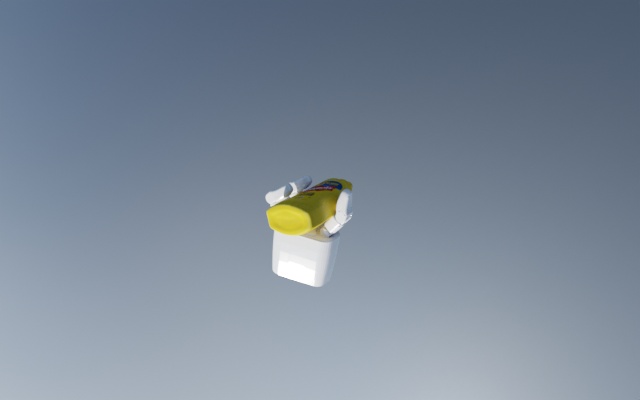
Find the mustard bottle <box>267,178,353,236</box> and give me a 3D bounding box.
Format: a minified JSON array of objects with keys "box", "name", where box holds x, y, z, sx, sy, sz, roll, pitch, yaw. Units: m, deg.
[{"box":[0.000,0.003,0.850,0.096,0.058,0.191,-2,17,38],"name":"mustard bottle"}]
